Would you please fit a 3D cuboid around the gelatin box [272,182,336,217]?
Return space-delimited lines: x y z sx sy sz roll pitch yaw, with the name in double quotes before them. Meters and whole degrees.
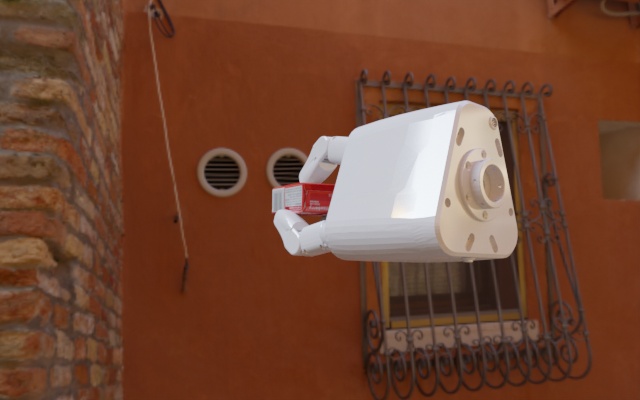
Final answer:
"gelatin box" 0.000 0.001 0.474 0.073 0.030 0.089 3 -4 -25
